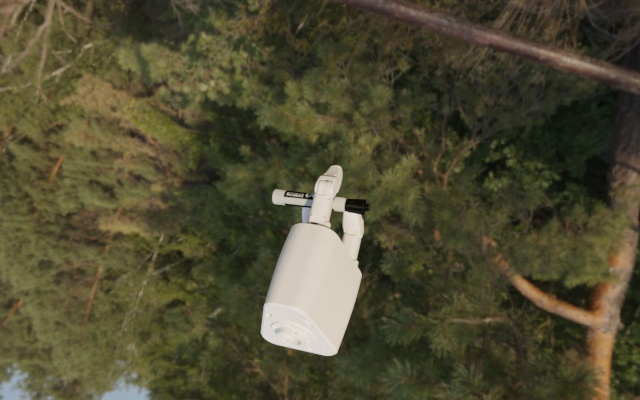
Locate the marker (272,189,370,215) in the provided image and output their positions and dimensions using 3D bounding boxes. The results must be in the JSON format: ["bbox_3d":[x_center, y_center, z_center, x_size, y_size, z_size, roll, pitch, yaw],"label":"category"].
[{"bbox_3d":[0.000,0.002,0.579,0.121,0.020,0.020,7,2,18],"label":"marker"}]
